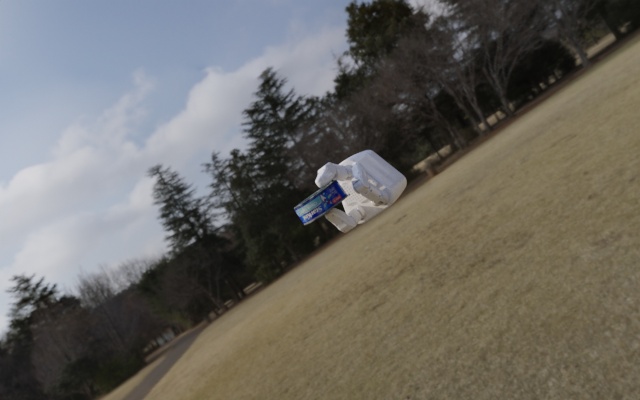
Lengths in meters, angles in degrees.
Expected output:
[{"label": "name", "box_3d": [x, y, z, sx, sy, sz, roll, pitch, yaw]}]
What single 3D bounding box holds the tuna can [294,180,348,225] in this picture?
[{"label": "tuna can", "box_3d": [0.000, 0.002, 0.772, 0.086, 0.034, 0.086, -34, 3, 2]}]
